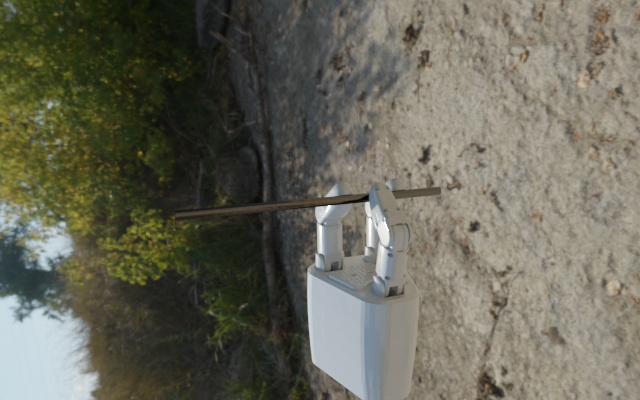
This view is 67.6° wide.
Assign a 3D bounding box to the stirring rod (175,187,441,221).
[{"bbox_3d":[0.000,0.001,0.410,0.239,0.011,0.011,-5,2,-21],"label":"stirring rod"}]
